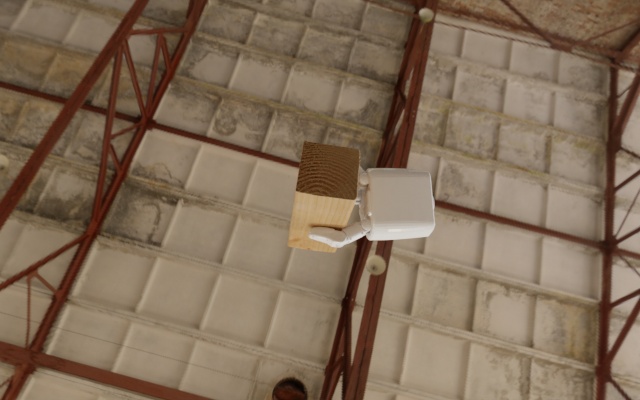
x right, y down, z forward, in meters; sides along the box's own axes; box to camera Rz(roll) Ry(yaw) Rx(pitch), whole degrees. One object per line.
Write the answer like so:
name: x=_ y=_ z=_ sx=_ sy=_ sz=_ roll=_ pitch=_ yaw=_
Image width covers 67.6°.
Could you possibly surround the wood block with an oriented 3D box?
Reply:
wood block: x=0.000 y=0.003 z=0.785 sx=0.090 sy=0.090 sz=0.206 roll=8 pitch=-29 yaw=-3
